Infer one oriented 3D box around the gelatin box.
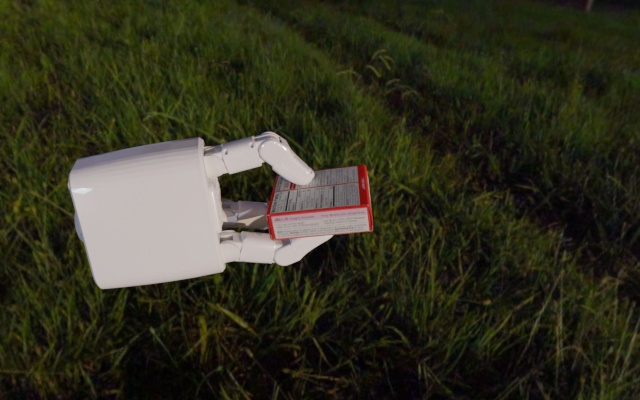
[{"bbox_3d":[0.000,0.001,0.427,0.089,0.030,0.073,-7,31,6],"label":"gelatin box"}]
